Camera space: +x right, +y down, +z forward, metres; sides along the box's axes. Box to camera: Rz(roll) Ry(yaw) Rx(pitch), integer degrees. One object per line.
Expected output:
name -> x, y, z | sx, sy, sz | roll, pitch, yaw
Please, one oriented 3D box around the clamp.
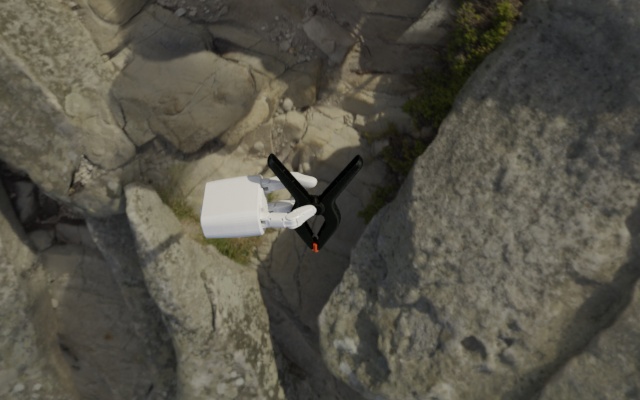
clamp -> 0.000, 0.004, 0.868 | 0.164, 0.210, 0.036 | -4, 33, 6
